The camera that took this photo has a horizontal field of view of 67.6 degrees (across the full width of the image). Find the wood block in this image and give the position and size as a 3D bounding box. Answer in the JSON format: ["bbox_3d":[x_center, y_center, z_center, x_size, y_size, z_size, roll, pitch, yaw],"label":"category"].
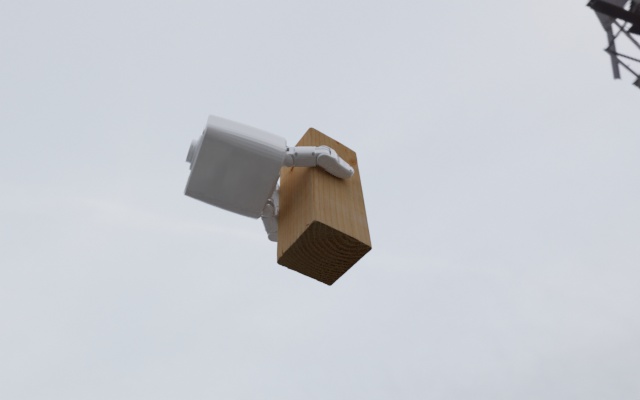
[{"bbox_3d":[0.000,0.002,0.670,0.090,0.206,0.091,27,-56,-24],"label":"wood block"}]
